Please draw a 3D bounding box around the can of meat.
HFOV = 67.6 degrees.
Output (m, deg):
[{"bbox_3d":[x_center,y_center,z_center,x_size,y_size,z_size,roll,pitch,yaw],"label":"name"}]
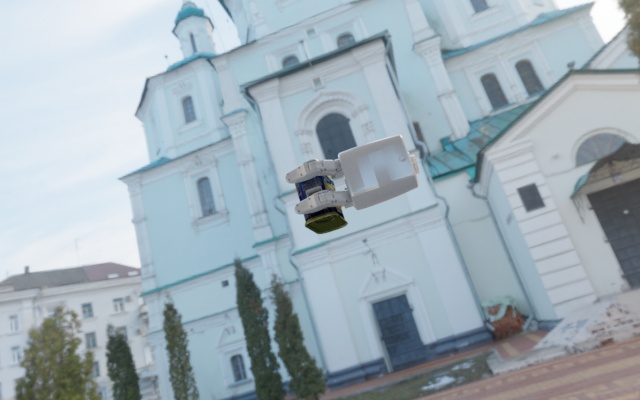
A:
[{"bbox_3d":[0.000,0.002,0.794,0.057,0.084,0.102,-20,-18,11],"label":"can of meat"}]
